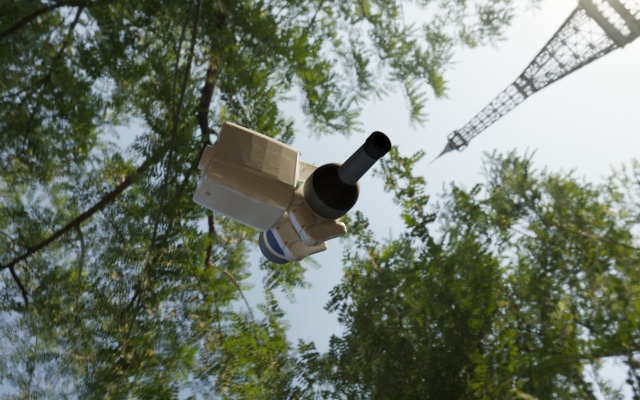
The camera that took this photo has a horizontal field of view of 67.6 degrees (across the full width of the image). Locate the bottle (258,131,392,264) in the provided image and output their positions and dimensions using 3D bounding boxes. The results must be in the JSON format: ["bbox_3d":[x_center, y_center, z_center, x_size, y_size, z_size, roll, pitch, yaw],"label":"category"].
[{"bbox_3d":[0.000,0.002,0.622,0.069,0.069,0.296,0,-26,-29],"label":"bottle"}]
